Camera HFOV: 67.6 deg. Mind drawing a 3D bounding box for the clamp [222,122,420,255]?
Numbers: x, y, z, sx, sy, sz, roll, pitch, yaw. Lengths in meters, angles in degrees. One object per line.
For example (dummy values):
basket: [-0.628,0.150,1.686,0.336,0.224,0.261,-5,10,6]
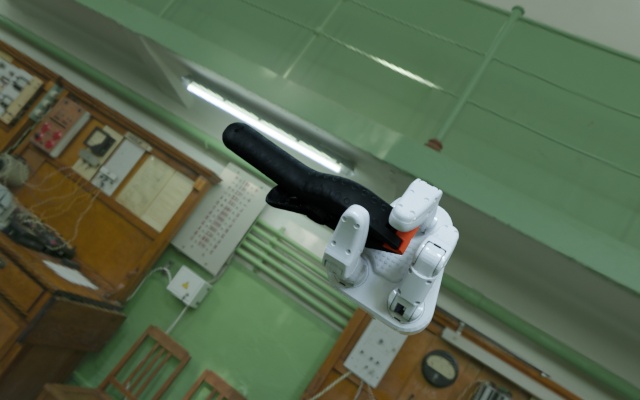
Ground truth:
clamp: [0.001,0.001,0.408,0.171,0.039,0.120,31,-11,19]
